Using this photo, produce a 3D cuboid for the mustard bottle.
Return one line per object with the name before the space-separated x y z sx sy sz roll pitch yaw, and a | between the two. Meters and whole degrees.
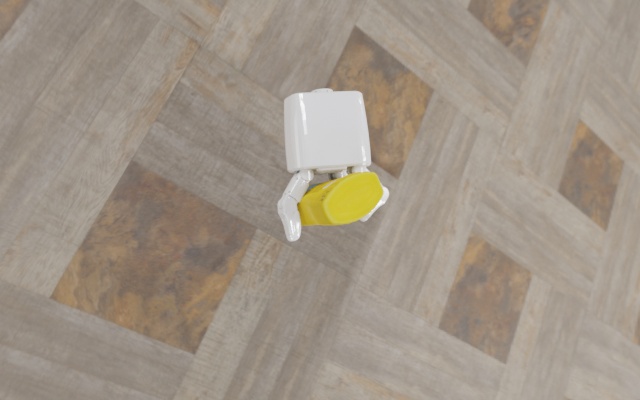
mustard bottle | 0.000 0.003 0.689 0.096 0.058 0.191 -32 11 -26
